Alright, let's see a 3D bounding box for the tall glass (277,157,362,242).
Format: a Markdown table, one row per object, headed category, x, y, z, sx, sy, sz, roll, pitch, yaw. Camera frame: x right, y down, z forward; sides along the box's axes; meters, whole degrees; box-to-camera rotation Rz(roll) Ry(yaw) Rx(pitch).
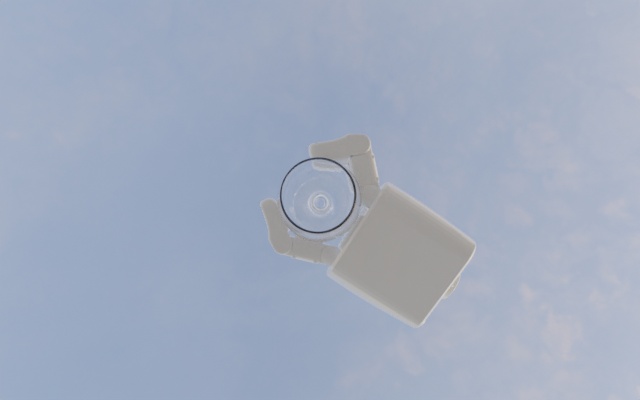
| category | x | y | z | sx | sy | sz | roll | pitch | yaw |
| --- | --- | --- | --- | --- | --- | --- | --- | --- | --- |
| tall glass | 0.000 | 0.002 | 0.480 | 0.079 | 0.079 | 0.201 | 0 | -3 | 1 |
